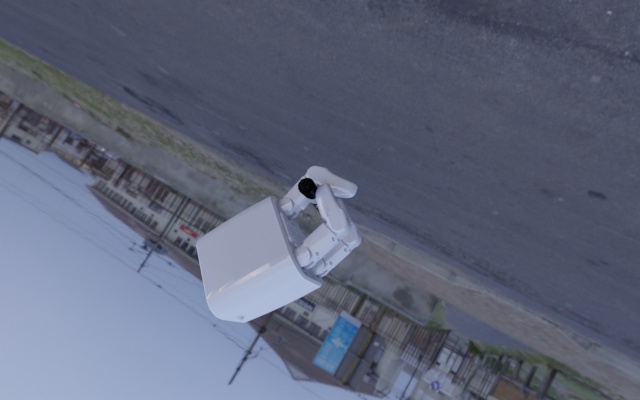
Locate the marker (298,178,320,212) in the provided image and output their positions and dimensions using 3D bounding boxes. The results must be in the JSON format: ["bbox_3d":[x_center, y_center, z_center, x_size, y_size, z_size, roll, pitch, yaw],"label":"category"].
[{"bbox_3d":[0.000,0.002,0.551,0.020,0.020,0.121,0,-18,17],"label":"marker"}]
